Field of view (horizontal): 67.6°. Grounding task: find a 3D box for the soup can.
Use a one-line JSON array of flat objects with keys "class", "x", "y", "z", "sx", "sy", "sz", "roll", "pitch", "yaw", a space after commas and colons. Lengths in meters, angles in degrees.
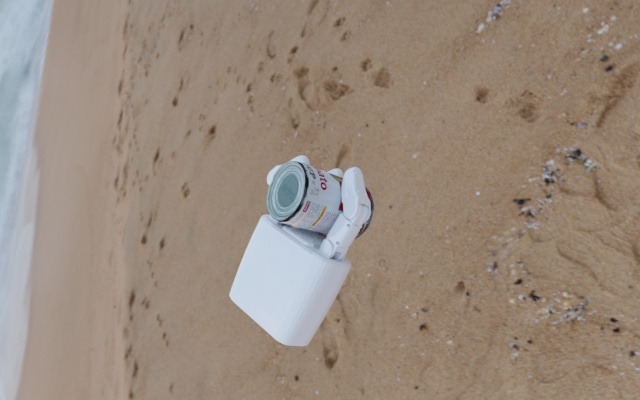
[{"class": "soup can", "x": 0.000, "y": 0.001, "z": 0.527, "sx": 0.102, "sy": 0.068, "sz": 0.068, "roll": 18, "pitch": -12, "yaw": -39}]
